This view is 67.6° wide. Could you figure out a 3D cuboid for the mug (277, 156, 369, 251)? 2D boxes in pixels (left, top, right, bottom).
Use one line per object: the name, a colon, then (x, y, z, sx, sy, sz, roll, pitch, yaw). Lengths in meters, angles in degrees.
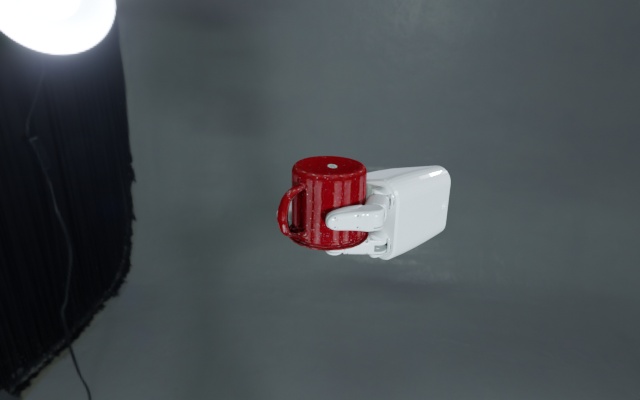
mug: (-0.001, 0.002, 0.521, 0.117, 0.081, 0.093, -17, 27, -39)
